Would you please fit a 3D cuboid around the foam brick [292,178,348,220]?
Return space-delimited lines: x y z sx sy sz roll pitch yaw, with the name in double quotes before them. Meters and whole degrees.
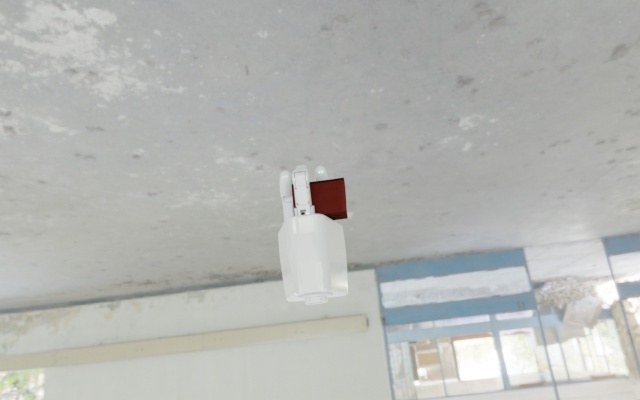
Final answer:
"foam brick" 0.000 0.002 0.704 0.078 0.051 0.053 -8 -16 3
